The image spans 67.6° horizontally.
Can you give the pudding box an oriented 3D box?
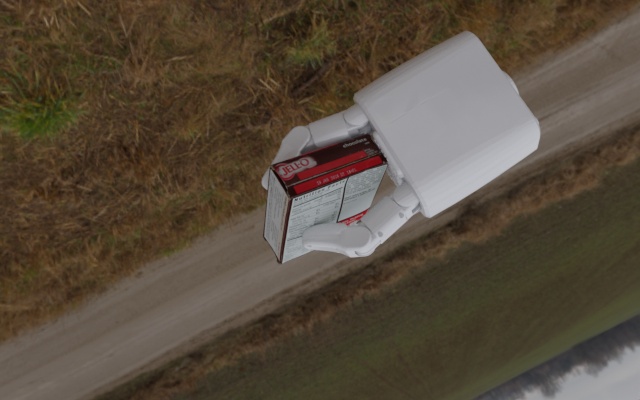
[{"bbox_3d":[0.000,0.001,0.408,0.090,0.039,0.114,-20,-30,-22],"label":"pudding box"}]
